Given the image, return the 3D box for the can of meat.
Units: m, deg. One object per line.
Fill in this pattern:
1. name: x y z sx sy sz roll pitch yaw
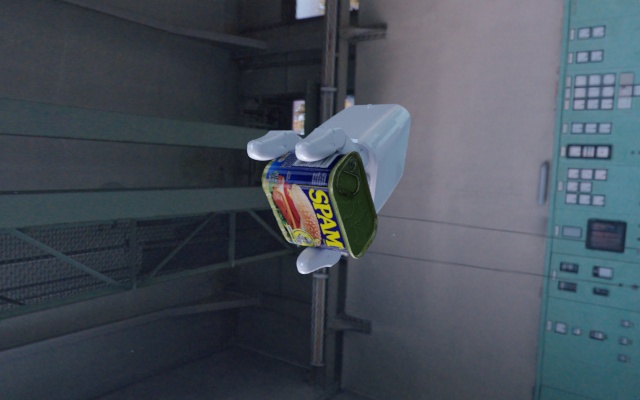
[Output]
1. can of meat: 0.000 0.002 0.468 0.084 0.102 0.057 6 40 34
